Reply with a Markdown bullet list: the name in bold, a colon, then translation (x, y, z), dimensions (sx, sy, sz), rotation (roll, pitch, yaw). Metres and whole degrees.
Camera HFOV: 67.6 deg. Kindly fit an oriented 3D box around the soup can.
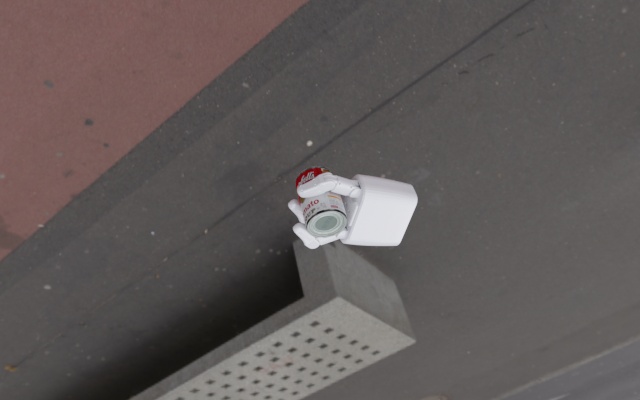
- **soup can**: translation (0.000, 0.003, 0.780), dimensions (0.068, 0.102, 0.069), rotation (-9, -42, -8)
